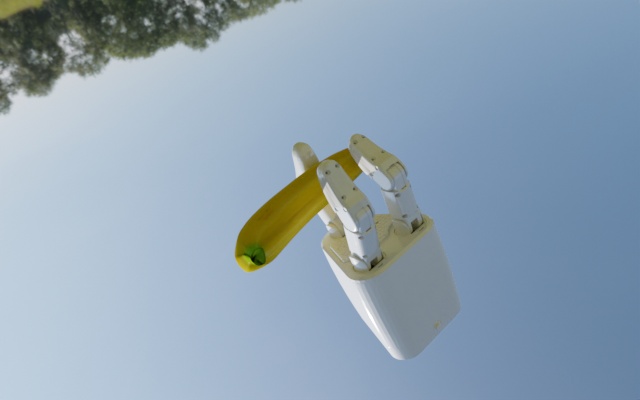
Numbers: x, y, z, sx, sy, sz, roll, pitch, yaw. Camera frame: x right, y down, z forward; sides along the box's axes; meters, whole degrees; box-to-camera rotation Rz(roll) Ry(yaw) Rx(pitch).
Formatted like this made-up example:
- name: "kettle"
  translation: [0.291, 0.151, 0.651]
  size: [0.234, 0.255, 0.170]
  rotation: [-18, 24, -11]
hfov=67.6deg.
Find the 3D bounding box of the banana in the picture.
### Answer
- name: "banana"
  translation: [-0.016, 0.006, 0.410]
  size: [0.069, 0.037, 0.197]
  rotation: [-12, 23, 38]
